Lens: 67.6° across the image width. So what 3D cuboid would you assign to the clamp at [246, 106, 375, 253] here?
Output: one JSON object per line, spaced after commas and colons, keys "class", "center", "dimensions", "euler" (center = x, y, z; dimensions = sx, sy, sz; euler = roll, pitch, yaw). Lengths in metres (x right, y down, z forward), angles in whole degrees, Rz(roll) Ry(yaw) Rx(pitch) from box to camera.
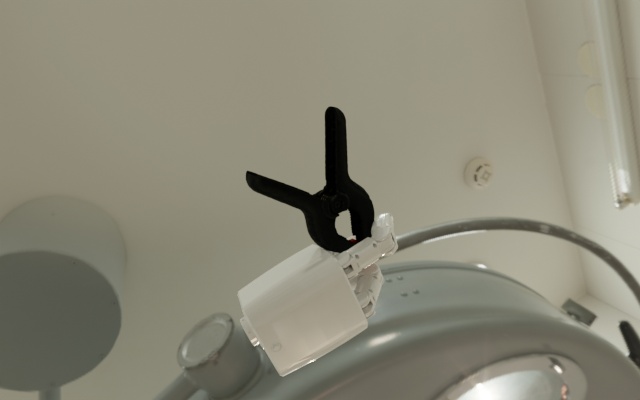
{"class": "clamp", "center": [0.000, 0.002, 0.504], "dimensions": [0.120, 0.171, 0.039], "euler": [-29, 24, -11]}
